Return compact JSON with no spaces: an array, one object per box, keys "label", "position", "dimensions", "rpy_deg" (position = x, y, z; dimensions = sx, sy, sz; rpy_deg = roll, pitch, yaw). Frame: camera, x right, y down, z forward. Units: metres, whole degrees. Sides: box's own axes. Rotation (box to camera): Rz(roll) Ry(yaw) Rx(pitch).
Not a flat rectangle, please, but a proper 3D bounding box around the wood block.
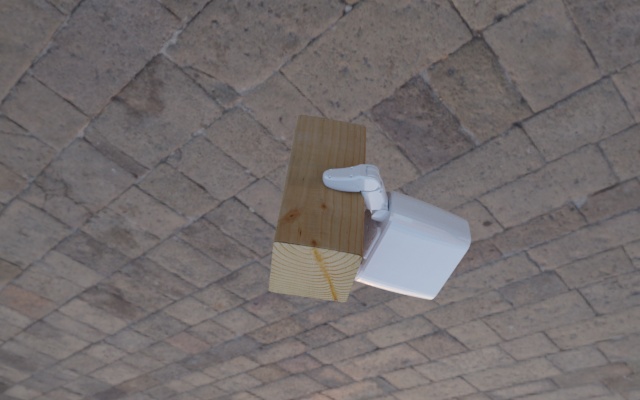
[{"label":"wood block","position":[0.001,0.002,0.562],"dimensions":[0.090,0.206,0.091],"rpy_deg":[9,-44,-3]}]
